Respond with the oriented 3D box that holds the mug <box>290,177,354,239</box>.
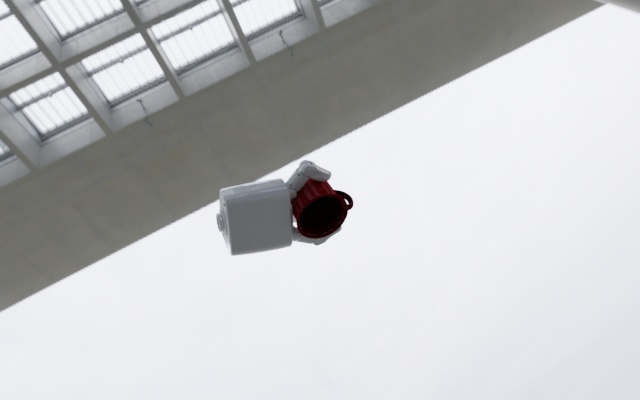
[{"bbox_3d":[0.001,0.002,0.823,0.117,0.093,0.081,-9,39,-21],"label":"mug"}]
